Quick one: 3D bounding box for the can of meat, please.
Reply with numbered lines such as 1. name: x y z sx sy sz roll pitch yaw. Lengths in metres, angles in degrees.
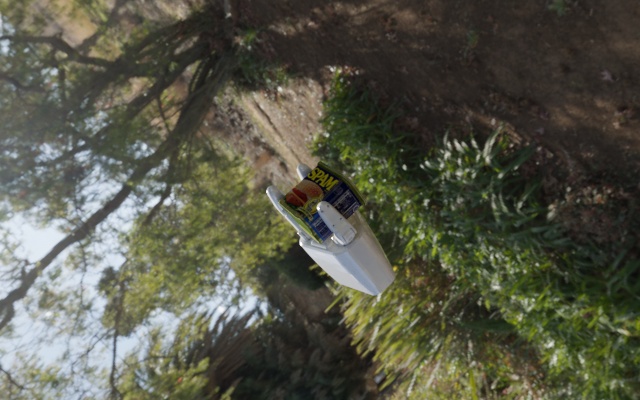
1. can of meat: 0.000 0.002 0.652 0.057 0.084 0.102 51 -8 -33
